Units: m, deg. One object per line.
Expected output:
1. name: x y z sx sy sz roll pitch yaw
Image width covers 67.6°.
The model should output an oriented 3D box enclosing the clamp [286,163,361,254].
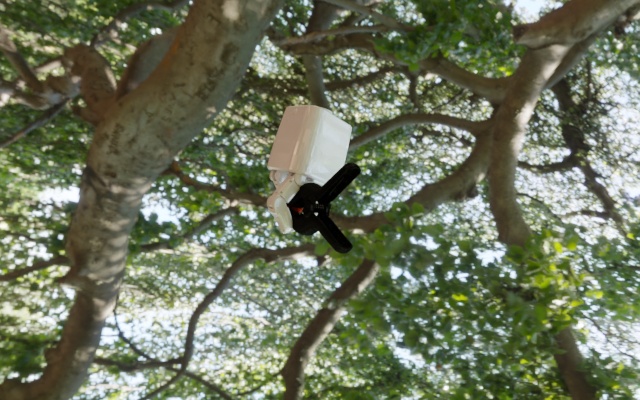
1. clamp: 0.000 0.002 0.687 0.039 0.120 0.171 19 -4 -36
